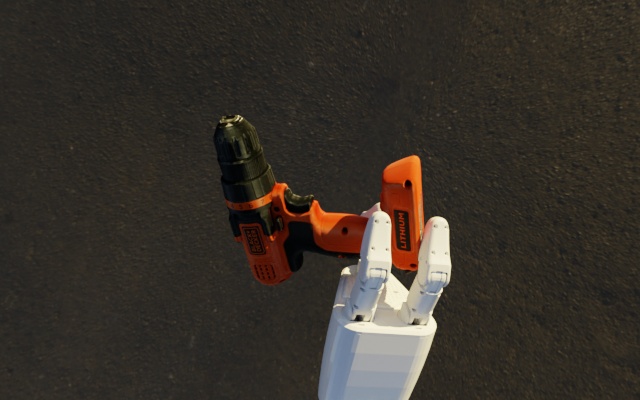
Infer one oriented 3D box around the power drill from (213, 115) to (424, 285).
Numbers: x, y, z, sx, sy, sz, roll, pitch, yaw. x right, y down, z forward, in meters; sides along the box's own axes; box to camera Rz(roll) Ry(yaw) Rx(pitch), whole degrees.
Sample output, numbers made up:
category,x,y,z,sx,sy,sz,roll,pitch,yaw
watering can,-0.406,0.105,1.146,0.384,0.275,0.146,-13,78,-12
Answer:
category,x,y,z,sx,sy,sz,roll,pitch,yaw
power drill,0.001,0.002,0.451,0.187,0.184,0.057,-1,33,18
